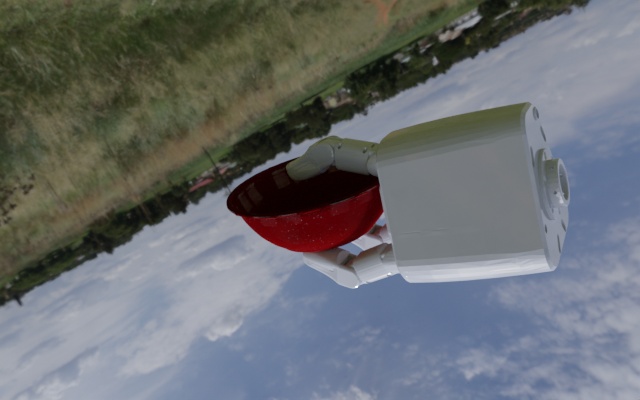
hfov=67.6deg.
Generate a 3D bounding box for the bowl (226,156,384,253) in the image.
[{"bbox_3d":[-0.001,0.002,0.435,0.162,0.055,0.162,-13,20,5],"label":"bowl"}]
